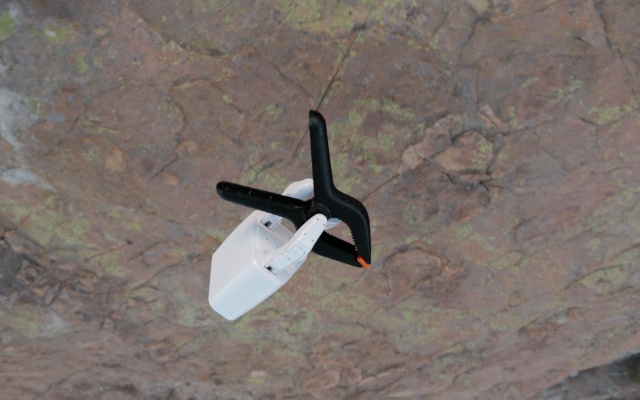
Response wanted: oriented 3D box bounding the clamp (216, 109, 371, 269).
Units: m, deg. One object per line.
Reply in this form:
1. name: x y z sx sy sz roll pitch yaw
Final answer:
1. clamp: 0.000 0.003 0.577 0.164 0.210 0.036 -41 18 28
